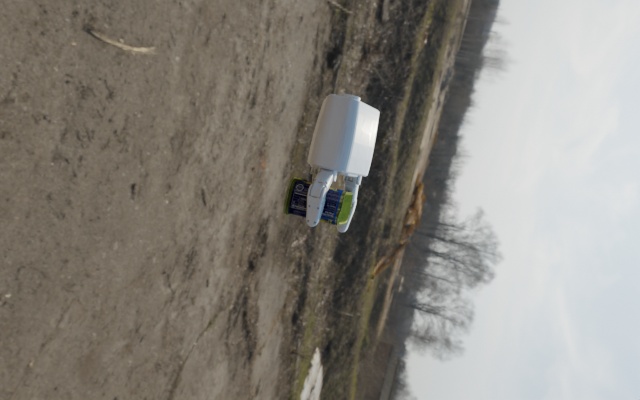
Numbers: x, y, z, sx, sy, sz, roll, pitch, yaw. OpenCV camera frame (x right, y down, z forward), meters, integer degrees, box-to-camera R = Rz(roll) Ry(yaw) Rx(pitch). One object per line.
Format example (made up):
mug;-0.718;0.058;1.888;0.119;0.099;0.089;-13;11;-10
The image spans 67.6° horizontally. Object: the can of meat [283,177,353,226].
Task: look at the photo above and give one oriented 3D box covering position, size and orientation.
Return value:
can of meat;0.000;0.003;0.726;0.084;0.057;0.102;14;3;12
